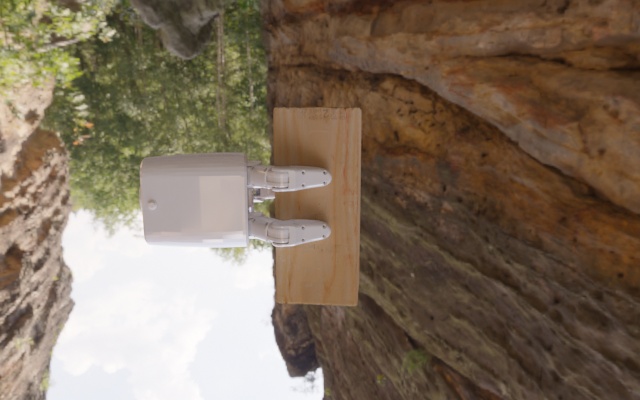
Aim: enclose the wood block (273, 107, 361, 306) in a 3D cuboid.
[{"bbox_3d":[0.000,0.002,0.533,0.090,0.206,0.091,1,10,5],"label":"wood block"}]
